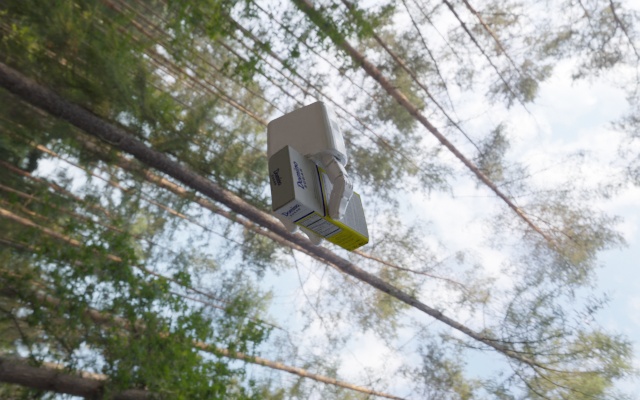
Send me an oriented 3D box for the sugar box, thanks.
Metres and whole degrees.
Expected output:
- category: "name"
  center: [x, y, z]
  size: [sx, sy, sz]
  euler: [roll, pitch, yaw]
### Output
- category: "sugar box"
  center: [0.000, 0.002, 0.687]
  size: [0.048, 0.093, 0.176]
  euler: [-31, -41, 28]
